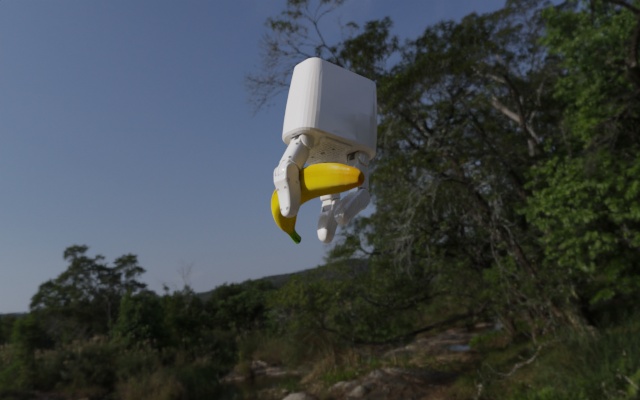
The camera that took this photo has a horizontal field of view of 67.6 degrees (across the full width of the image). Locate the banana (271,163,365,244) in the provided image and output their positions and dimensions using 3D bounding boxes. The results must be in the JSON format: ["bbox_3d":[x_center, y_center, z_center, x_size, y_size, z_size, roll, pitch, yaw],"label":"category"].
[{"bbox_3d":[-0.018,-0.005,0.577,0.069,0.037,0.198,27,-31,-11],"label":"banana"}]
